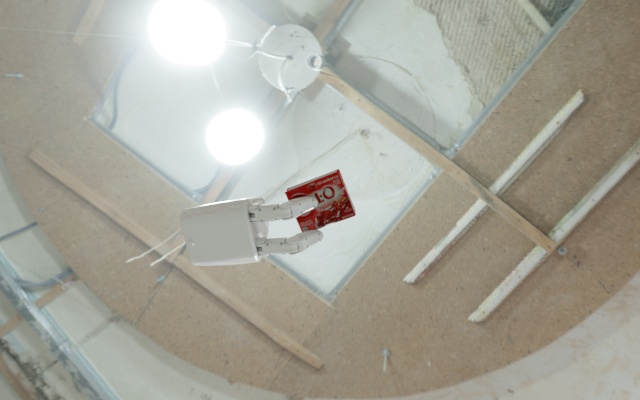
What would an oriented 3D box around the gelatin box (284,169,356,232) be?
[{"bbox_3d":[0.000,0.002,0.724,0.089,0.073,0.030,-20,11,9],"label":"gelatin box"}]
